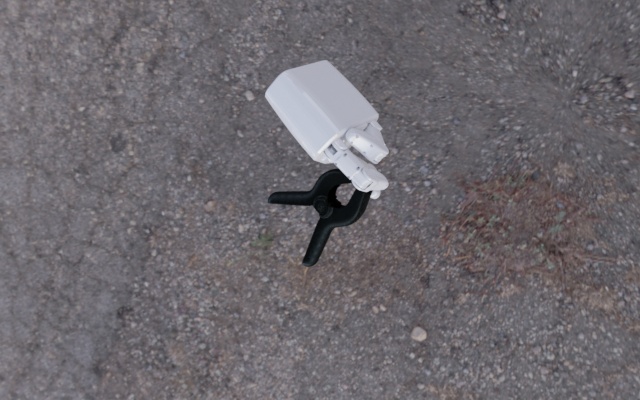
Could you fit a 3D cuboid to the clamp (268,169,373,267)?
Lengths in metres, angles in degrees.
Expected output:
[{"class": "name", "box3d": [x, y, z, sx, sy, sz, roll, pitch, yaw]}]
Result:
[{"class": "clamp", "box3d": [0.000, 0.002, 0.664, 0.171, 0.120, 0.039, -44, -7, 27]}]
